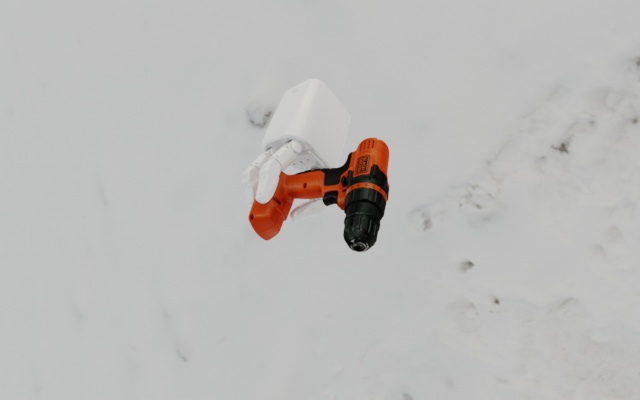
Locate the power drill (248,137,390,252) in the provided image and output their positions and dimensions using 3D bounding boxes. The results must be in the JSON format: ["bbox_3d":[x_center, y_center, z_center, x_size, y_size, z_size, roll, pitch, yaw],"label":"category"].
[{"bbox_3d":[0.000,0.002,0.637,0.187,0.057,0.184,-10,40,24],"label":"power drill"}]
